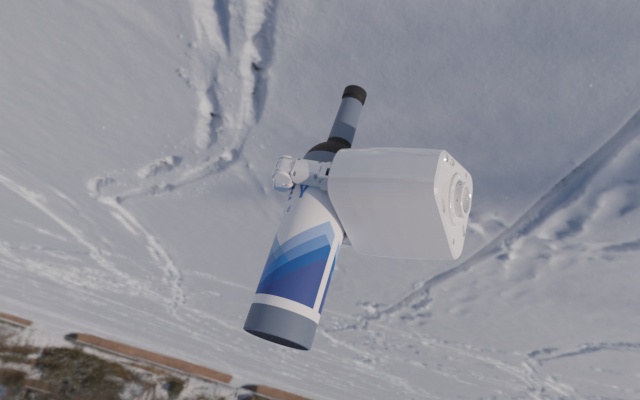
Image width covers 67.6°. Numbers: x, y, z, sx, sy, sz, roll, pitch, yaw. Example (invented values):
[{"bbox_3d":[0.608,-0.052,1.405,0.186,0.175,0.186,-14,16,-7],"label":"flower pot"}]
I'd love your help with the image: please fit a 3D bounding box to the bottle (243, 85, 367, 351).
[{"bbox_3d":[0.000,0.002,0.504,0.069,0.295,0.069,15,-23,7],"label":"bottle"}]
